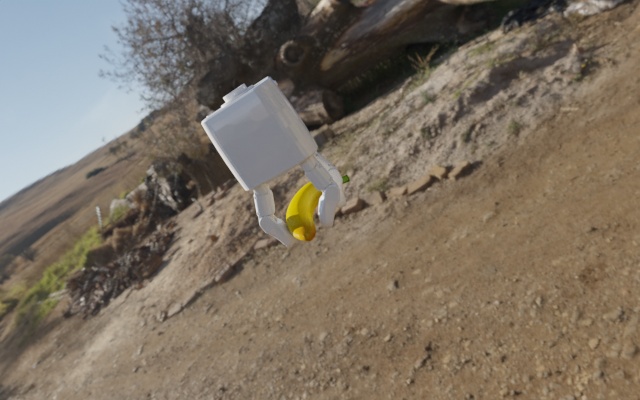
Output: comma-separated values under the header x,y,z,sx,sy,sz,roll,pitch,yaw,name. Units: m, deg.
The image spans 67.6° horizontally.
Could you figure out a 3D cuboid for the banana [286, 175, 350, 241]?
x,y,z,sx,sy,sz,roll,pitch,yaw,name
-0.015,0.007,0.692,0.069,0.037,0.197,-21,19,27,banana
